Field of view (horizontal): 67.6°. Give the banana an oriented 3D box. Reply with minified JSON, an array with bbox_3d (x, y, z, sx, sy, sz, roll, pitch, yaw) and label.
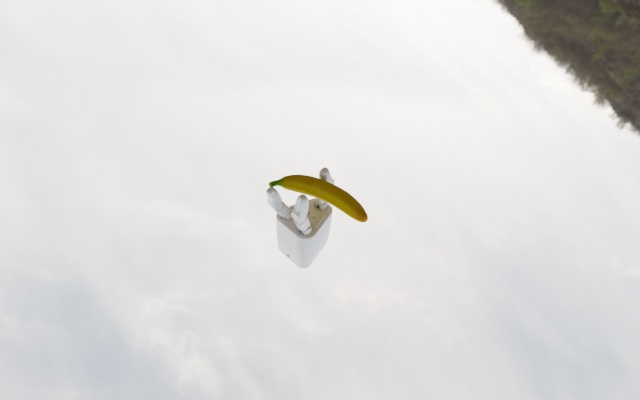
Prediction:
[{"bbox_3d":[0.004,-0.010,0.910,0.198,0.037,0.069,19,45,12],"label":"banana"}]
